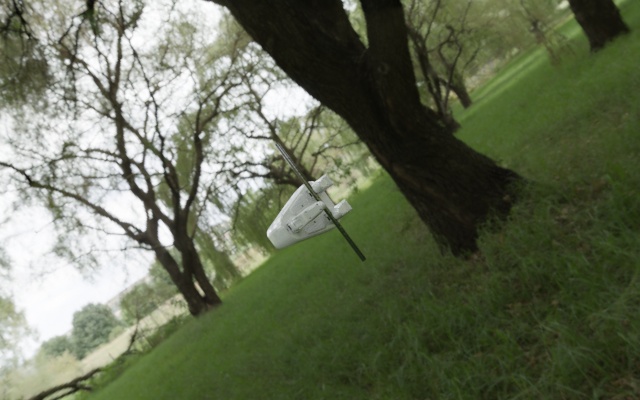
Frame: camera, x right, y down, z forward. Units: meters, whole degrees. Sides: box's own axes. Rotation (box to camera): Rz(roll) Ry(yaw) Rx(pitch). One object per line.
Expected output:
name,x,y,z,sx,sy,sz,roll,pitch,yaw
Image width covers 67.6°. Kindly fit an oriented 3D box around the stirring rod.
stirring rod,0.000,0.003,0.786,0.011,0.239,0.011,-37,0,0
